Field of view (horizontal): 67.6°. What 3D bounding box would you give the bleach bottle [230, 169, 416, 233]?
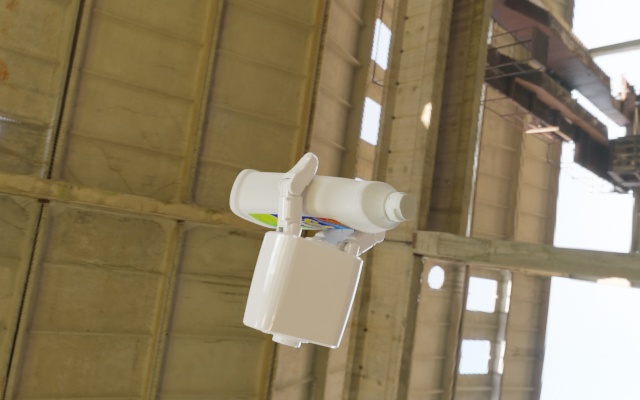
[{"bbox_3d":[0.000,0.002,0.579,0.102,0.068,0.251,26,-17,-40],"label":"bleach bottle"}]
